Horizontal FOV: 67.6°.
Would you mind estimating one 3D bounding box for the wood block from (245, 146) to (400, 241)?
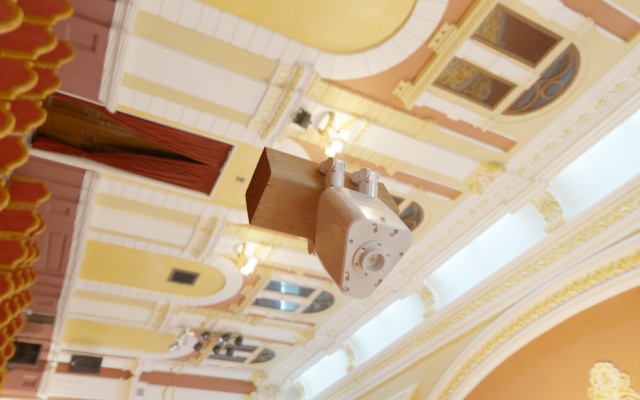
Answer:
[{"bbox_3d":[0.000,0.003,0.723,0.206,0.091,0.090,16,26,-22],"label":"wood block"}]
